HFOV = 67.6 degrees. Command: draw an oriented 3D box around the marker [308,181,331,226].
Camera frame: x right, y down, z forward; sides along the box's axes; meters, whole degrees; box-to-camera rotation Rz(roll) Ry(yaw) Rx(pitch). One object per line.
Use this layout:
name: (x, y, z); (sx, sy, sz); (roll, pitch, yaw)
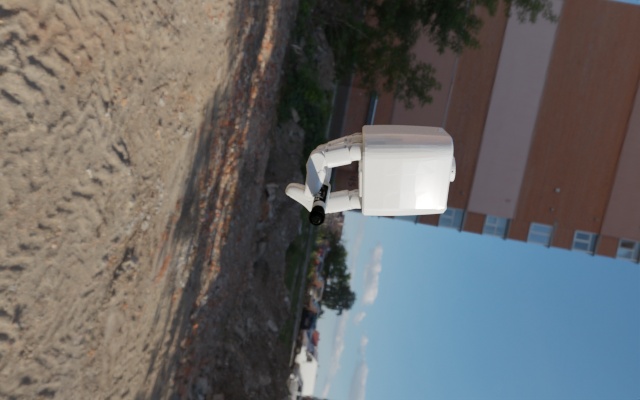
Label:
marker: (0.000, 0.002, 0.583); (0.020, 0.020, 0.121); (0, 19, 5)
